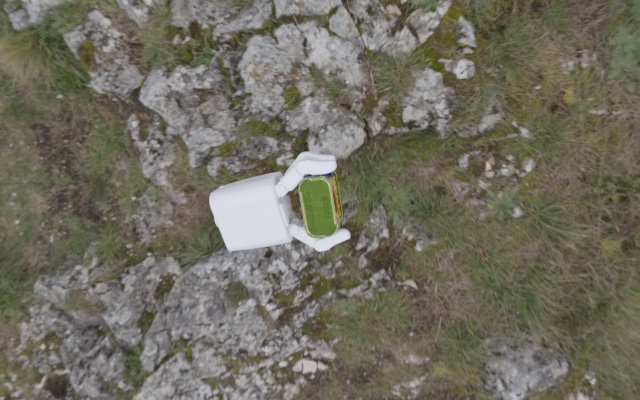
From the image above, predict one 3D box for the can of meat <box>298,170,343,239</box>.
[{"bbox_3d":[0.000,0.003,0.758,0.057,0.102,0.084,-8,12,8],"label":"can of meat"}]
